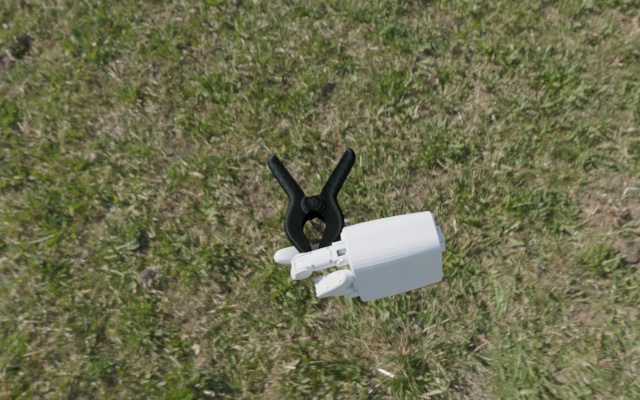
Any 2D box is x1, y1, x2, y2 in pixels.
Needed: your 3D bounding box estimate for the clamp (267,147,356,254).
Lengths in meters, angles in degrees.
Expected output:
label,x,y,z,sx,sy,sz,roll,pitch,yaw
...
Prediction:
label,x,y,z,sx,sy,sz,roll,pitch,yaw
clamp,0.000,0.002,0.631,0.120,0.171,0.039,-14,-21,5
